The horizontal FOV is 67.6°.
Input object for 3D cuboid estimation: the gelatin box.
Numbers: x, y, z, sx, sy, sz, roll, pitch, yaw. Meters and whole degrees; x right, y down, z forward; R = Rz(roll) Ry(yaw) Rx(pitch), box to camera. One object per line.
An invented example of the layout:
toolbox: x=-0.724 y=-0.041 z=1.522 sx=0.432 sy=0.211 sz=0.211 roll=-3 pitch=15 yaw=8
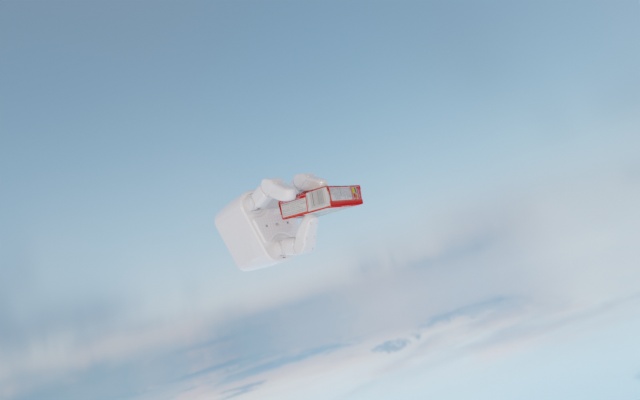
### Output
gelatin box: x=0.000 y=0.002 z=0.639 sx=0.089 sy=0.030 sz=0.073 roll=-16 pitch=-8 yaw=39
